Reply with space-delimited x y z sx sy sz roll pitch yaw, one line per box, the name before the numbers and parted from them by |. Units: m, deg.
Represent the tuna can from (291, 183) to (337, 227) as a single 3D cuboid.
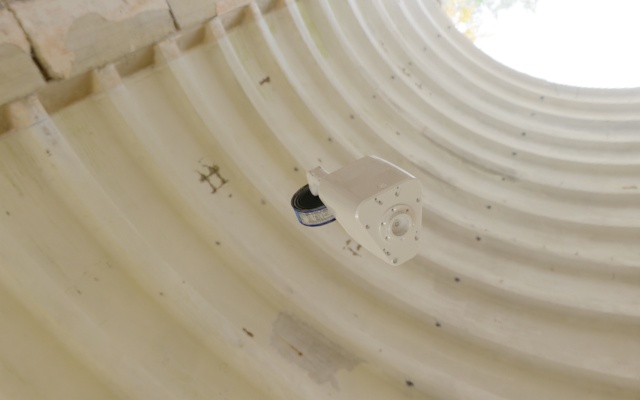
tuna can | 0.000 0.003 0.728 0.086 0.034 0.086 -17 29 10
